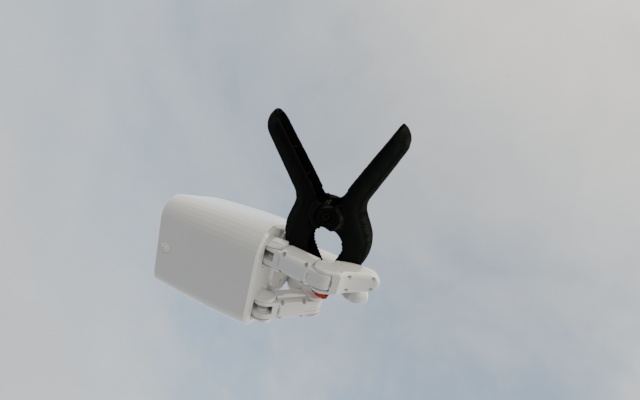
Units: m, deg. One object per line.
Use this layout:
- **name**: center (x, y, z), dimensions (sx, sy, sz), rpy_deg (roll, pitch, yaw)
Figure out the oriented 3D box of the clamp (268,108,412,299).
- **clamp**: center (0.000, 0.001, 0.419), dimensions (0.120, 0.171, 0.039), rpy_deg (20, 20, 16)
